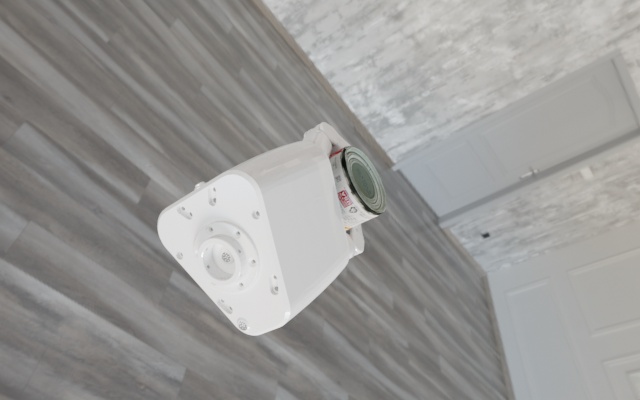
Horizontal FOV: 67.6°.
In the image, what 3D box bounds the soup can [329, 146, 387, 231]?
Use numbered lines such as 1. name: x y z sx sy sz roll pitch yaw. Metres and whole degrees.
1. soup can: 0.001 0.001 0.438 0.102 0.068 0.068 -27 -13 27
